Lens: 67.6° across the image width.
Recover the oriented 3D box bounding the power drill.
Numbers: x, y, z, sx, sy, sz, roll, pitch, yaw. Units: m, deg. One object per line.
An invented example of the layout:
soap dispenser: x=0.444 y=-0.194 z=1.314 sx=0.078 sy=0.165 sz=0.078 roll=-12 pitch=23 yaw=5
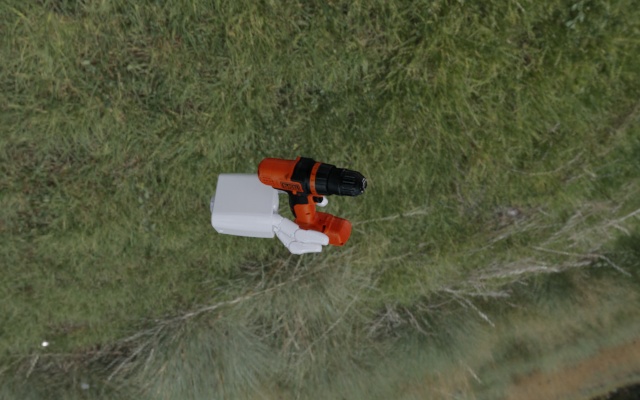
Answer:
power drill: x=0.000 y=0.003 z=0.809 sx=0.184 sy=0.057 sz=0.188 roll=11 pitch=-34 yaw=23
